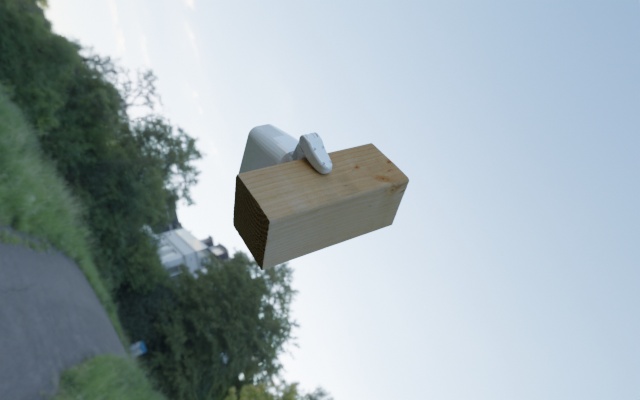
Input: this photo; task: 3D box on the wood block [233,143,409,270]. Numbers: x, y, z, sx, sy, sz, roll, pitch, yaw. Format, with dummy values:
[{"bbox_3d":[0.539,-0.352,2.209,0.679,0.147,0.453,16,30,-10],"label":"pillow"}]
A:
[{"bbox_3d":[0.000,0.002,0.624,0.206,0.091,0.090,-17,49,-29],"label":"wood block"}]
